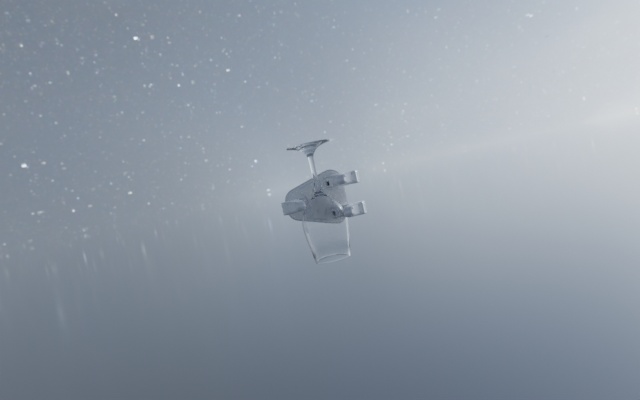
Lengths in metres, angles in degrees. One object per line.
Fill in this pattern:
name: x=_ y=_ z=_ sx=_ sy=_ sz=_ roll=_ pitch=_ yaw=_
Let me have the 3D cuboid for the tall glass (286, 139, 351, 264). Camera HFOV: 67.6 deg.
tall glass: x=0.000 y=0.002 z=0.809 sx=0.079 sy=0.201 sz=0.079 roll=-12 pitch=2 yaw=0
